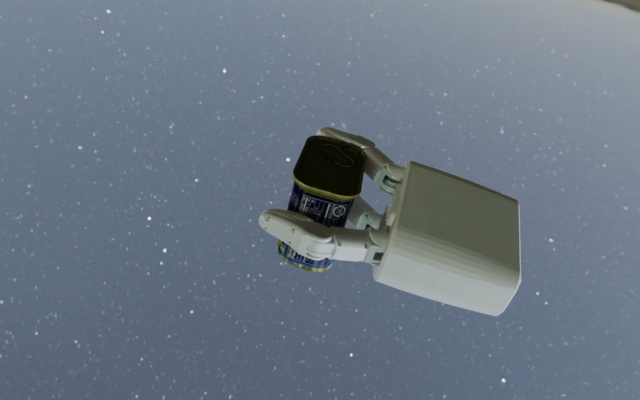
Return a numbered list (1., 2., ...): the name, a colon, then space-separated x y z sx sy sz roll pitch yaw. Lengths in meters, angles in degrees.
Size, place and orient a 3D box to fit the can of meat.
1. can of meat: 0.000 0.002 0.431 0.057 0.084 0.102 16 31 0
